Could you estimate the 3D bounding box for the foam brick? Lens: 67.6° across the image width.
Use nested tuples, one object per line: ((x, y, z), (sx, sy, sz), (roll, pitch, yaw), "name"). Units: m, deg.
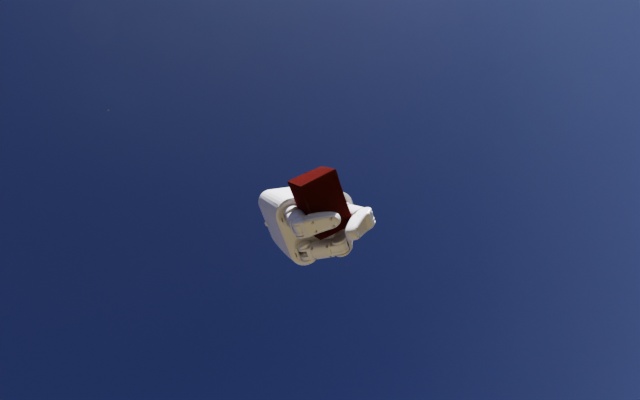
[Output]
((0.000, 0.002, 0.612), (0.053, 0.078, 0.051), (-25, 19, -16), "foam brick")
